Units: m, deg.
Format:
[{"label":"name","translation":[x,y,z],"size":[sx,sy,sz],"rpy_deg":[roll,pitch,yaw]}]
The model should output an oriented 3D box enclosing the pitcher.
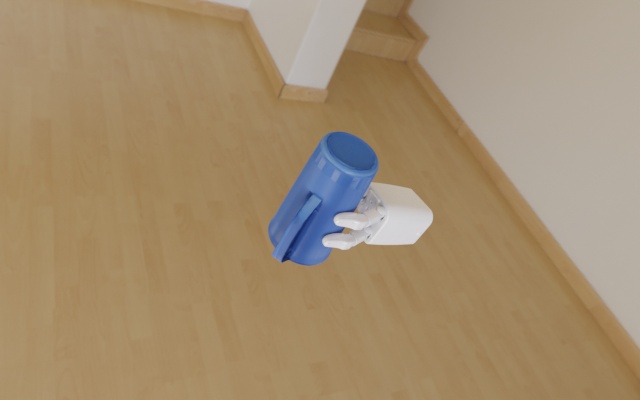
[{"label":"pitcher","translation":[0.000,0.003,0.852],"size":[0.145,0.149,0.243],"rpy_deg":[7,-45,-25]}]
